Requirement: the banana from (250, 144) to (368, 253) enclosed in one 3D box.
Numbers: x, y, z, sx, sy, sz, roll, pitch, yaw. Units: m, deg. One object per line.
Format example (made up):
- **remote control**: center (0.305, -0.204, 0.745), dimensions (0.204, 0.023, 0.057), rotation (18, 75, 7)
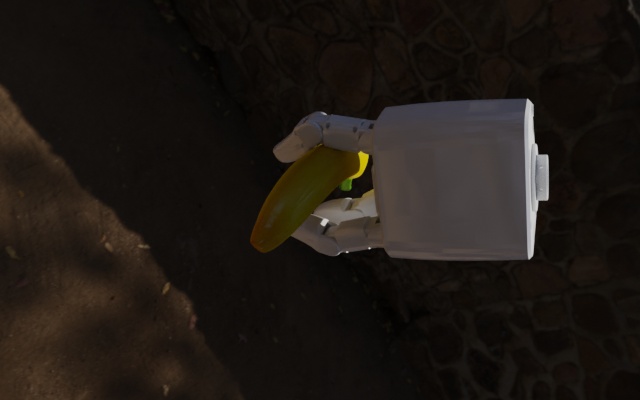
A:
- **banana**: center (0.004, -0.017, 0.402), dimensions (0.037, 0.070, 0.197), rotation (17, 20, 19)
